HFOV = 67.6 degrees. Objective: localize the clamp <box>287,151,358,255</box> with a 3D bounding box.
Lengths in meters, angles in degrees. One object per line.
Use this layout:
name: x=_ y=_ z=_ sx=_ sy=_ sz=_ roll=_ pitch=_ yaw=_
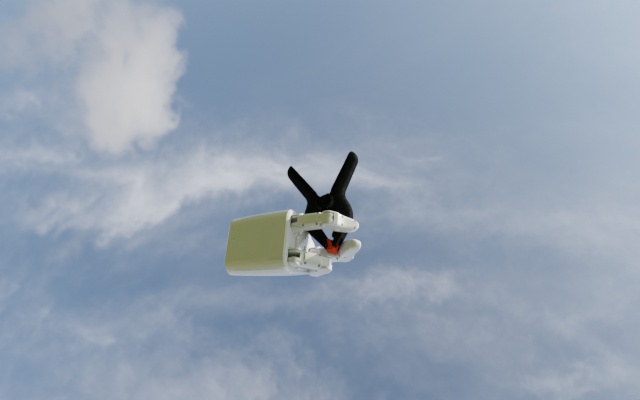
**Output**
clamp: x=0.000 y=0.003 z=0.766 sx=0.120 sy=0.171 sz=0.039 roll=-7 pitch=-28 yaw=21
